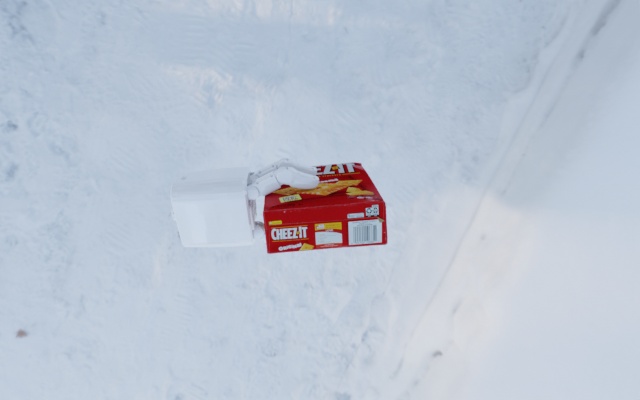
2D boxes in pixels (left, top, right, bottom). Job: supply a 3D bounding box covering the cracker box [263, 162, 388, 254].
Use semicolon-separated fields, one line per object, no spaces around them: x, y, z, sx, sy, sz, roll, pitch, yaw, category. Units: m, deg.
0.000;0.003;0.723;0.164;0.072;0.213;-5;19;-3;cracker box
